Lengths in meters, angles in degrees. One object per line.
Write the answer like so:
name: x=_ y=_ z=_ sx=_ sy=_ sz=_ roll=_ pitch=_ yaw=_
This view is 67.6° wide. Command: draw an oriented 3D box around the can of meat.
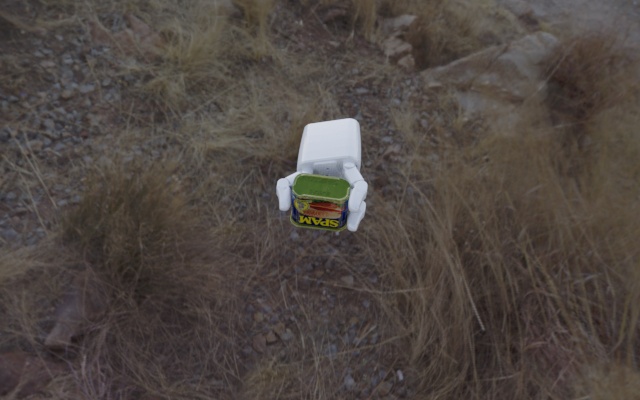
can of meat: x=0.000 y=0.003 z=0.819 sx=0.102 sy=0.057 sz=0.084 roll=7 pitch=-39 yaw=2
